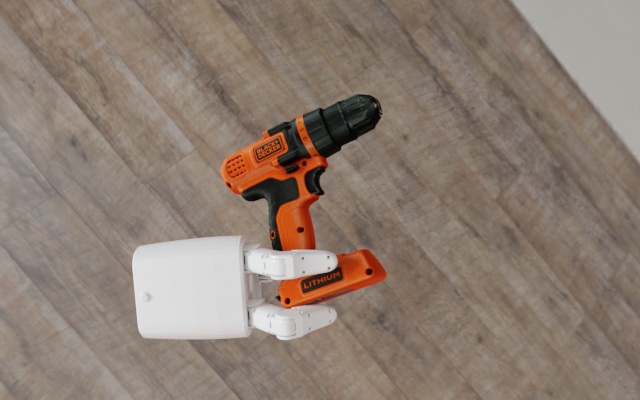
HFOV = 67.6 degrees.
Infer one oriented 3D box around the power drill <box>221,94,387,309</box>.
[{"bbox_3d":[0.000,0.002,0.482,0.184,0.187,0.057,-25,-19,17],"label":"power drill"}]
